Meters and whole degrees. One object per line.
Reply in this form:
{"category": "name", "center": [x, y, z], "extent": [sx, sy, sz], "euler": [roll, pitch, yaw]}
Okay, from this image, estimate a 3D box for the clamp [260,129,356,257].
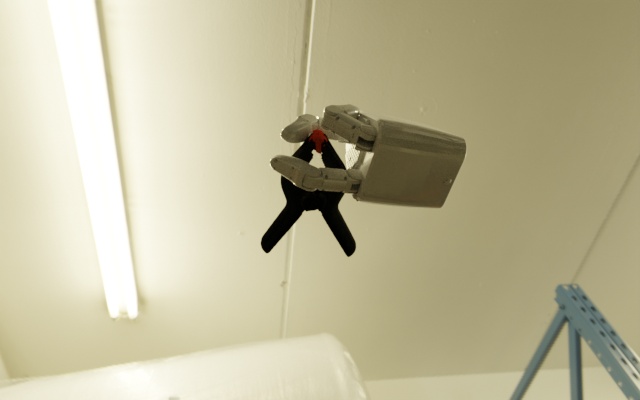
{"category": "clamp", "center": [0.000, 0.001, 0.576], "extent": [0.120, 0.172, 0.039], "euler": [7, 33, -14]}
